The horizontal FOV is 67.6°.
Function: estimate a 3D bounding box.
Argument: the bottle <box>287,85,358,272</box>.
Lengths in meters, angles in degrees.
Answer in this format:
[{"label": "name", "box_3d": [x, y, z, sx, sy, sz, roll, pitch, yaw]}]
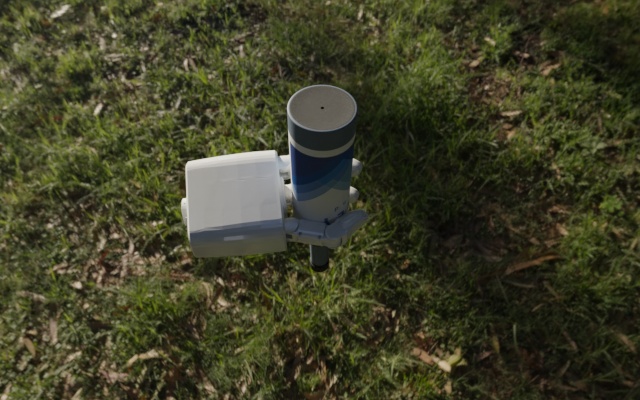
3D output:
[{"label": "bottle", "box_3d": [0.000, 0.002, 0.564, 0.069, 0.069, 0.296, 0, -37, -1]}]
